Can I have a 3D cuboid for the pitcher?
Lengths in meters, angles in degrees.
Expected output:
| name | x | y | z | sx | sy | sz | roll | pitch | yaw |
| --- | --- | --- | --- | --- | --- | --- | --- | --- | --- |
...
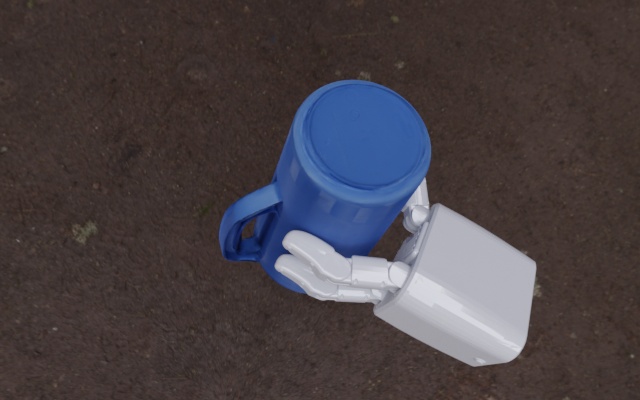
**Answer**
| name | x | y | z | sx | sy | sz | roll | pitch | yaw |
| --- | --- | --- | --- | --- | --- | --- | --- | --- | --- |
| pitcher | 0.000 | 0.002 | 0.453 | 0.145 | 0.149 | 0.243 | 31 | -26 | 3 |
